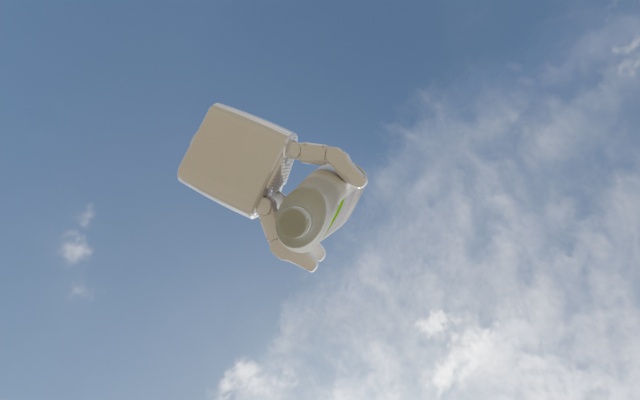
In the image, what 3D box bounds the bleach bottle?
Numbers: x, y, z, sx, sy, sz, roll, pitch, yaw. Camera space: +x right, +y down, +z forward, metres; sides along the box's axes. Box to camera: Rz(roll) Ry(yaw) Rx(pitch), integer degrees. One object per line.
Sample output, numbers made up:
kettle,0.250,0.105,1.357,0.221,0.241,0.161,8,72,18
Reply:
bleach bottle,0.000,0.002,0.575,0.068,0.102,0.251,25,10,7
